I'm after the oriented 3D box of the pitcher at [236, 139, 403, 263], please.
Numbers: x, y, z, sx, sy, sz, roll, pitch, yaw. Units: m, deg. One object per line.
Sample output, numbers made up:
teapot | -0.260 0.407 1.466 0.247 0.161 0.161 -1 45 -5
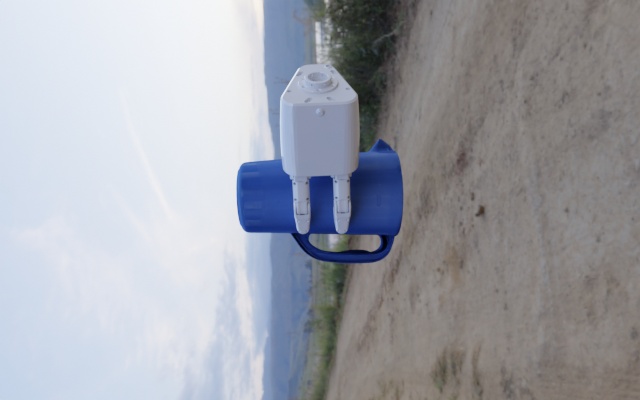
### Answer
pitcher | 0.000 0.002 0.728 0.243 0.145 0.149 -2 44 -1
